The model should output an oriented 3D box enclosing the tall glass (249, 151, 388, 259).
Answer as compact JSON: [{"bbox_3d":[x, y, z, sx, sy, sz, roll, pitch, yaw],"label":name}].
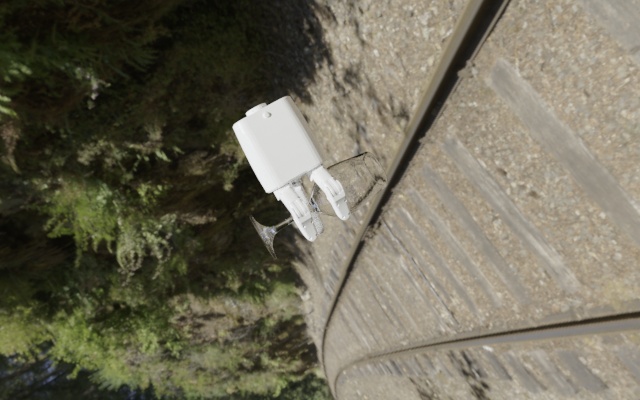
[{"bbox_3d":[0.000,0.003,0.702,0.201,0.079,0.079,-30,6,-11],"label":"tall glass"}]
